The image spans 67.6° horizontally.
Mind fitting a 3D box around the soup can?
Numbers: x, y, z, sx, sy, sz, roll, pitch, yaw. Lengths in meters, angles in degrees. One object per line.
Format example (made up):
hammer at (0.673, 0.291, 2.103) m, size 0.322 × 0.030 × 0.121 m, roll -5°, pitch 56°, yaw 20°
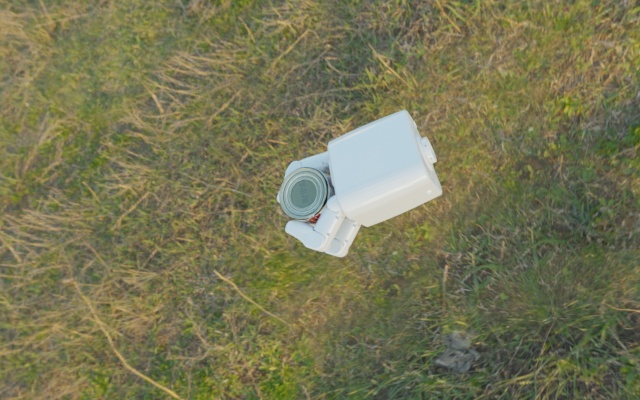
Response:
soup can at (0.000, 0.002, 0.616) m, size 0.068 × 0.068 × 0.102 m, roll 0°, pitch -12°, yaw 26°
